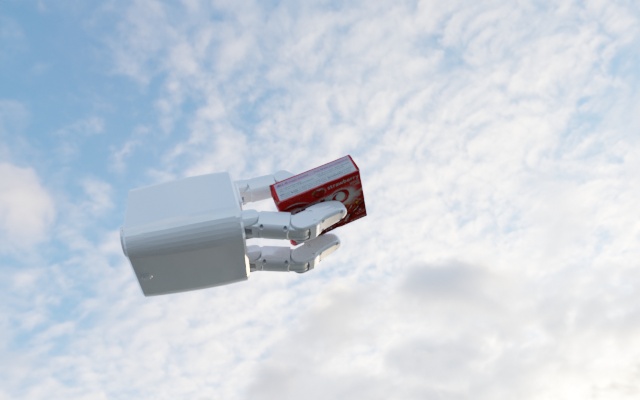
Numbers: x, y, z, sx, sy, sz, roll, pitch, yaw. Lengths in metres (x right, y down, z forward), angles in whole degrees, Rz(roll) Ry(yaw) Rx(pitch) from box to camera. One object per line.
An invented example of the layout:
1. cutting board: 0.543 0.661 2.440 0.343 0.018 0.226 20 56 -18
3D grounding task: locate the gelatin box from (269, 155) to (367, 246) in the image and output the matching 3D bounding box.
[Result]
1. gelatin box: 0.000 0.001 0.490 0.089 0.030 0.073 -22 -41 -6
